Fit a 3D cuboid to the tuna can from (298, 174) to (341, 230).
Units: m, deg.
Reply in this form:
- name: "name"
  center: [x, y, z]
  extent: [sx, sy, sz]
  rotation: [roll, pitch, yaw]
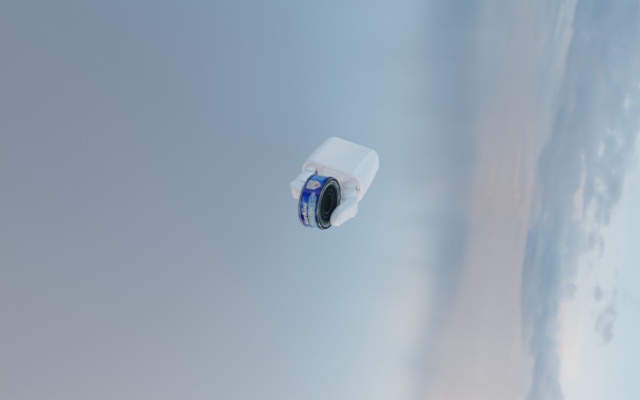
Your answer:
- name: "tuna can"
  center: [0.001, 0.003, 0.748]
  extent: [0.034, 0.086, 0.086]
  rotation: [11, 5, 25]
